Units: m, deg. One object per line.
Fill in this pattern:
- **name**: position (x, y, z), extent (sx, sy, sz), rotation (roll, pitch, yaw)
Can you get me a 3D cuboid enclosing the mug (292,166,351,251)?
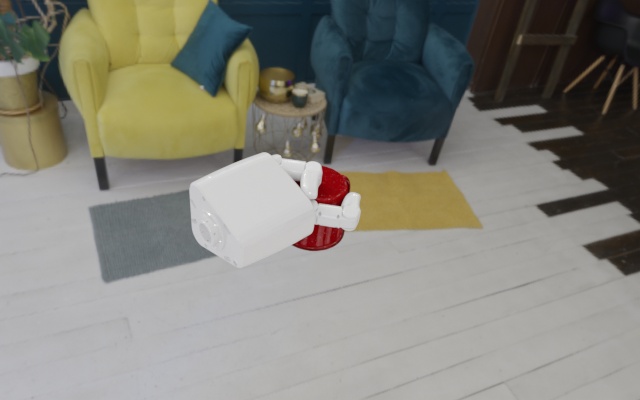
- **mug**: position (0.001, 0.001, 0.644), extent (0.117, 0.082, 0.093), rotation (-28, 50, -37)
